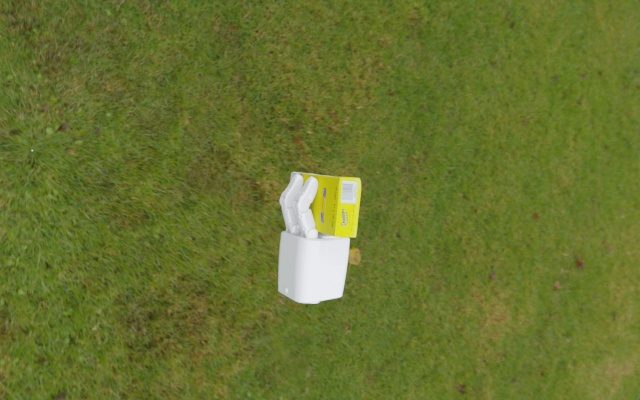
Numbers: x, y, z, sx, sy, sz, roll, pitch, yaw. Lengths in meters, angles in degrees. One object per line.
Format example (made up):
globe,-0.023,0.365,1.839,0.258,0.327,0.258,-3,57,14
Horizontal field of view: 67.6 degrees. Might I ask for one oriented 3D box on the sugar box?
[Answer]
sugar box,0.000,0.003,0.798,0.048,0.093,0.176,4,3,-31
